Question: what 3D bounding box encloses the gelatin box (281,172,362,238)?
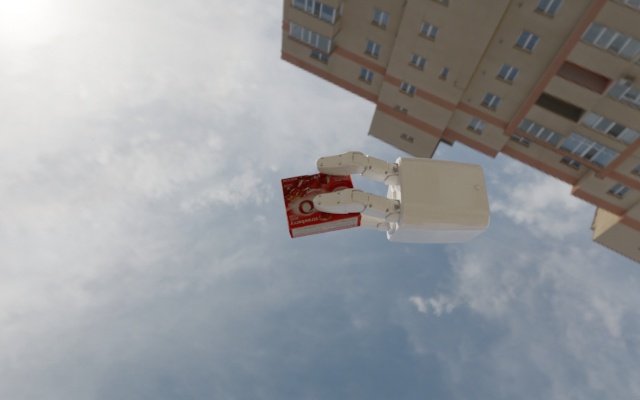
[{"bbox_3d":[0.000,0.002,0.591,0.089,0.073,0.030,-10,-31,-3],"label":"gelatin box"}]
